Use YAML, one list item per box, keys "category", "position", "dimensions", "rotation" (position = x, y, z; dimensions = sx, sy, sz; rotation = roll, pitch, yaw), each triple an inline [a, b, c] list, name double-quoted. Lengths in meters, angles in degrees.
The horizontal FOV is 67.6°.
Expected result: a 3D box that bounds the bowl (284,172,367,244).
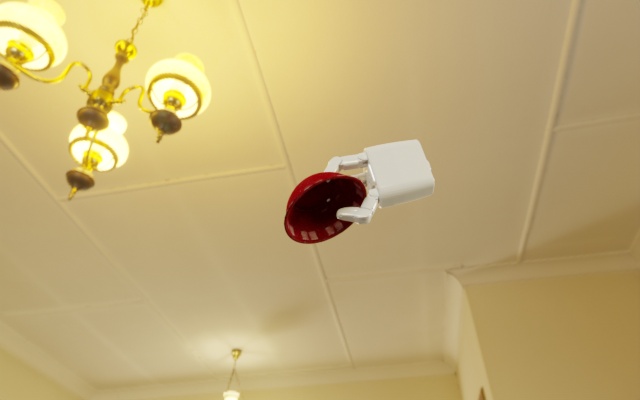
- category: "bowl"
  position: [-0.001, 0.003, 0.855]
  dimensions: [0.162, 0.162, 0.055]
  rotation: [0, 41, -35]
